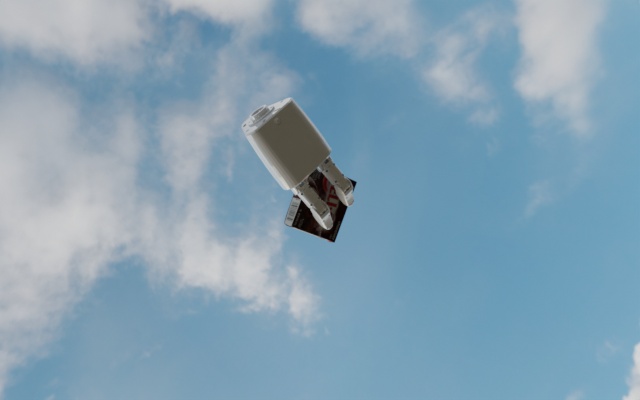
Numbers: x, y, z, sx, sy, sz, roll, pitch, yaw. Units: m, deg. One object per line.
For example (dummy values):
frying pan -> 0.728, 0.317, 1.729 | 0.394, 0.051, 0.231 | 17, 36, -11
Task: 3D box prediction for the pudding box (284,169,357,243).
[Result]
pudding box -> 0.000, 0.003, 0.791 | 0.090, 0.113, 0.039 | 23, -3, -30
